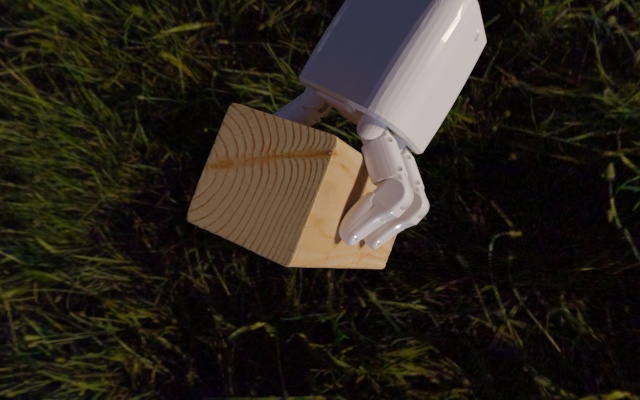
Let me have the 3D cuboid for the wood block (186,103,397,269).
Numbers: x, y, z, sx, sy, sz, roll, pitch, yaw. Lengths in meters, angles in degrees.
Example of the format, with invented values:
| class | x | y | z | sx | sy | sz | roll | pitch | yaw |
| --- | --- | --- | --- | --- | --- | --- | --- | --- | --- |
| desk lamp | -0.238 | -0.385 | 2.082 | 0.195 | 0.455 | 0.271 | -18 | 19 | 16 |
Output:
| class | x | y | z | sx | sy | sz | roll | pitch | yaw |
| --- | --- | --- | --- | --- | --- | --- | --- | --- | --- |
| wood block | 0.000 | 0.001 | 0.404 | 0.091 | 0.090 | 0.206 | 22 | 1 | 26 |
